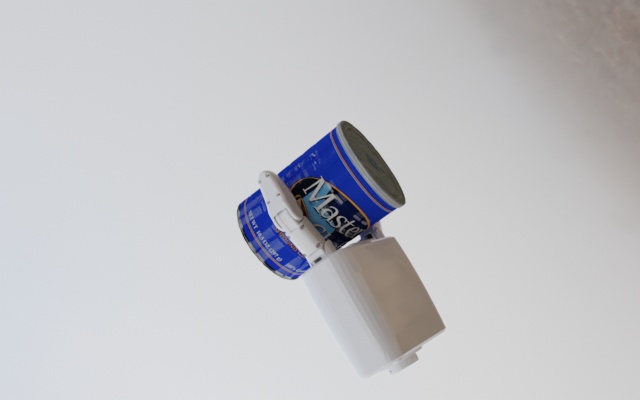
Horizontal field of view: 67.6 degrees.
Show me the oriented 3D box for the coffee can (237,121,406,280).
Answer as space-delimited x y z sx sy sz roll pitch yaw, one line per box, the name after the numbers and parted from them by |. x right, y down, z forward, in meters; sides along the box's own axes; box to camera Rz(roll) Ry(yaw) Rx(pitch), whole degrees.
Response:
0.000 0.001 0.489 0.140 0.102 0.103 -37 -14 19 | coffee can
